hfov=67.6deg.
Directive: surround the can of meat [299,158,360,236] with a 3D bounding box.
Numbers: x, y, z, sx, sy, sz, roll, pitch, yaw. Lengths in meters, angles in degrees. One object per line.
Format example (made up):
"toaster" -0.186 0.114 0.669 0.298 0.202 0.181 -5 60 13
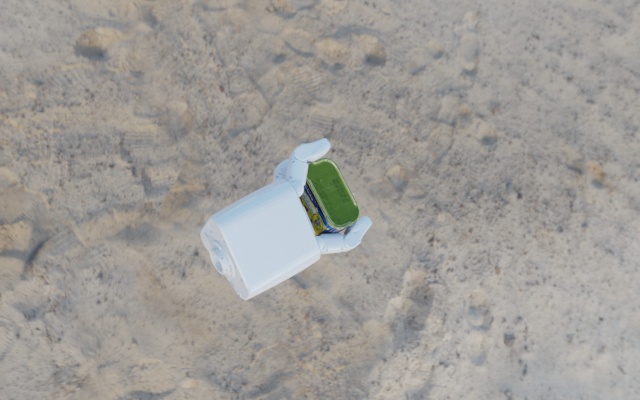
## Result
"can of meat" 0.000 0.002 0.652 0.057 0.102 0.084 -24 -7 -29
